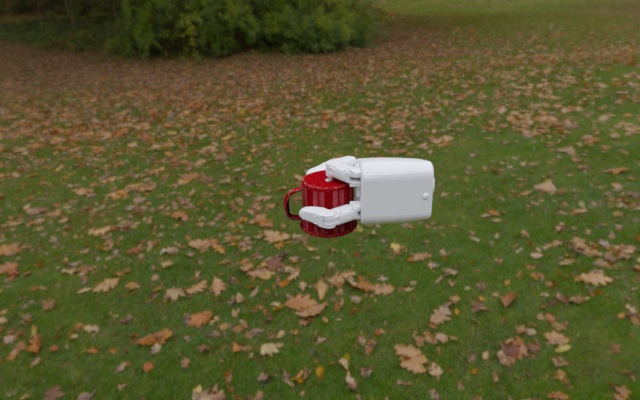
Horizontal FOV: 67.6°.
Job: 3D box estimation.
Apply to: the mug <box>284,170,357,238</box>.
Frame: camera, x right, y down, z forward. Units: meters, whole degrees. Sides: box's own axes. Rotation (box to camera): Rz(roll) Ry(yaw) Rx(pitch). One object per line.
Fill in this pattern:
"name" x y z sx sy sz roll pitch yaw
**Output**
"mug" -0.001 0.002 0.757 0.117 0.081 0.093 -2 25 -1
